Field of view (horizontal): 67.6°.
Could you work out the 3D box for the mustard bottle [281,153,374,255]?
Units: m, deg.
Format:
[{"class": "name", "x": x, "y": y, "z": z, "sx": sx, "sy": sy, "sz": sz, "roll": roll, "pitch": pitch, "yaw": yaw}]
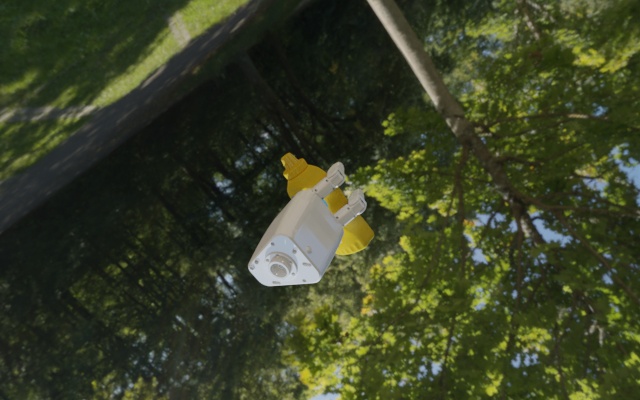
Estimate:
[{"class": "mustard bottle", "x": 0.000, "y": 0.003, "z": 0.781, "sx": 0.058, "sy": 0.192, "sz": 0.096, "roll": -48, "pitch": 19, "yaw": -29}]
